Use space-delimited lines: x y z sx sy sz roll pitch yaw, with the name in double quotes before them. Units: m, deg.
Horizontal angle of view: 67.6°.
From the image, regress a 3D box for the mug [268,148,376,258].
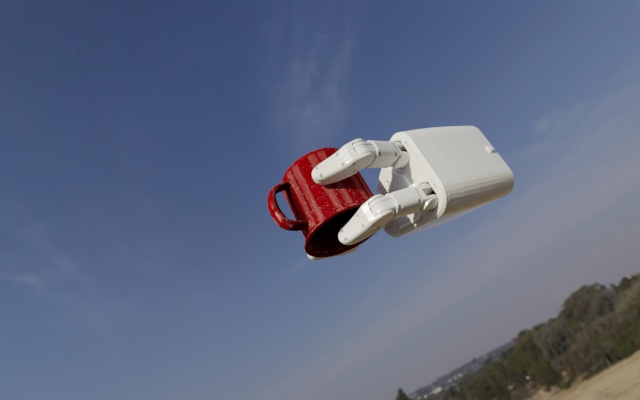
"mug" -0.001 0.002 0.489 0.117 0.081 0.093 -9 -34 -31
